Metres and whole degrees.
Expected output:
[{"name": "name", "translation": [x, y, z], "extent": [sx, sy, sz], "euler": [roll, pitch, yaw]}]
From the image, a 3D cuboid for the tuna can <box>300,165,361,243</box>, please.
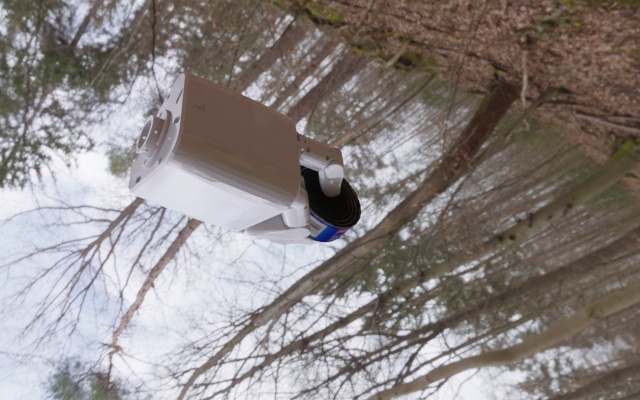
[{"name": "tuna can", "translation": [0.000, 0.002, 0.510], "extent": [0.086, 0.086, 0.034], "euler": [0, -35, -45]}]
